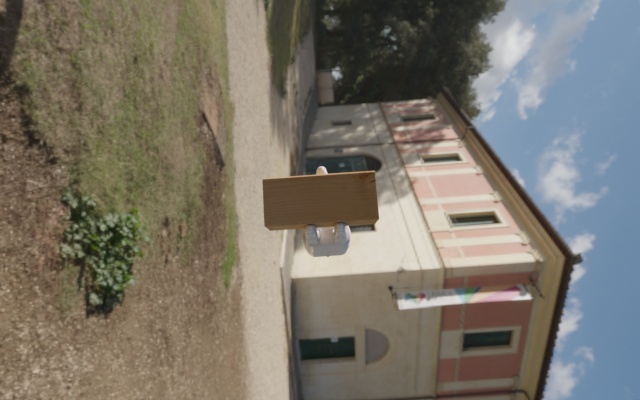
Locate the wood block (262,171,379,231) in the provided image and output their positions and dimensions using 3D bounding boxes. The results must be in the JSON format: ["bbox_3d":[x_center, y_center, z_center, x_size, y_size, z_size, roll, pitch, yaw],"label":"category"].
[{"bbox_3d":[0.000,0.003,0.900,0.206,0.091,0.090,-4,-9,1],"label":"wood block"}]
